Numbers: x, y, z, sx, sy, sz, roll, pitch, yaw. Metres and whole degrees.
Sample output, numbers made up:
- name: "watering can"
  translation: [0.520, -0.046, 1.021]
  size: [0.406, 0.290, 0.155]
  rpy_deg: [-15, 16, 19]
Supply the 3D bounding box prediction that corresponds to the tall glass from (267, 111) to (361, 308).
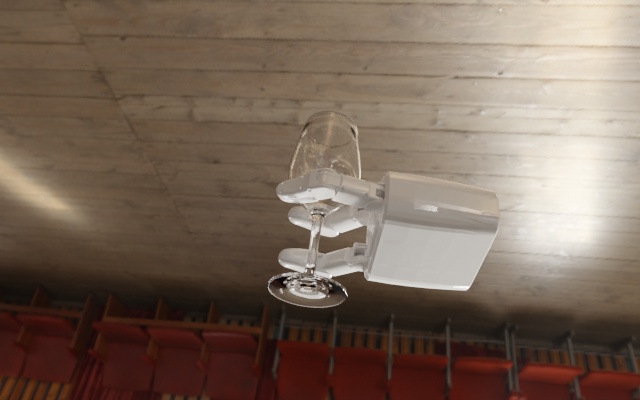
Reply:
- name: "tall glass"
  translation: [0.000, 0.002, 0.491]
  size: [0.079, 0.201, 0.079]
  rpy_deg: [6, -33, 4]
